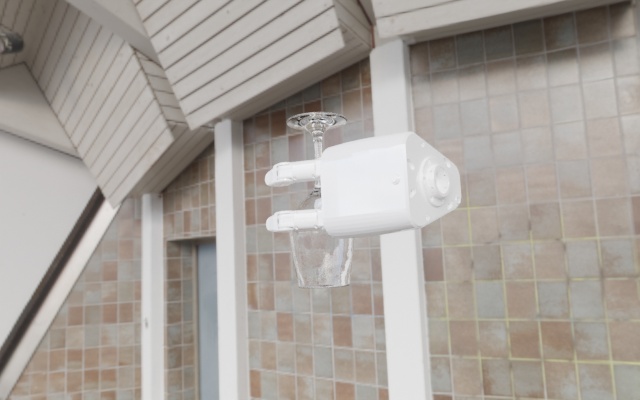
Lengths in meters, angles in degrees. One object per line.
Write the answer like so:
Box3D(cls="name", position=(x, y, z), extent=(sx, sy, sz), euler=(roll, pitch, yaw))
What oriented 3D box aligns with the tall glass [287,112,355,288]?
Box3D(cls="tall glass", position=(0.000, 0.001, 0.571), extent=(0.079, 0.201, 0.079), euler=(-2, -6, 0))
